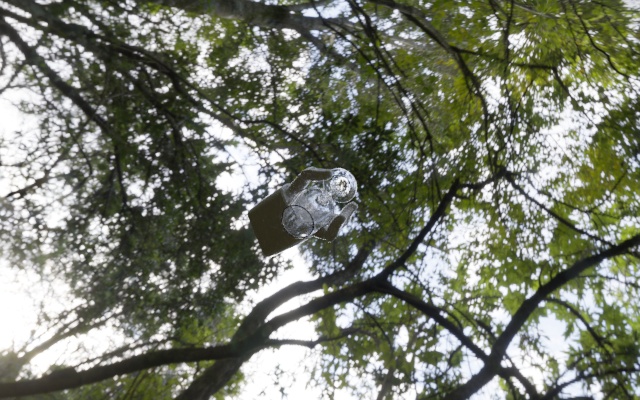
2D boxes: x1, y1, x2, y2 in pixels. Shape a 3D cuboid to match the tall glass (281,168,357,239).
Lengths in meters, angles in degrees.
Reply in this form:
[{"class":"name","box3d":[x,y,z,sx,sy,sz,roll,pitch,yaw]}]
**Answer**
[{"class":"tall glass","box3d":[0.000,0.003,0.887,0.079,0.079,0.201,0,19,25]}]
